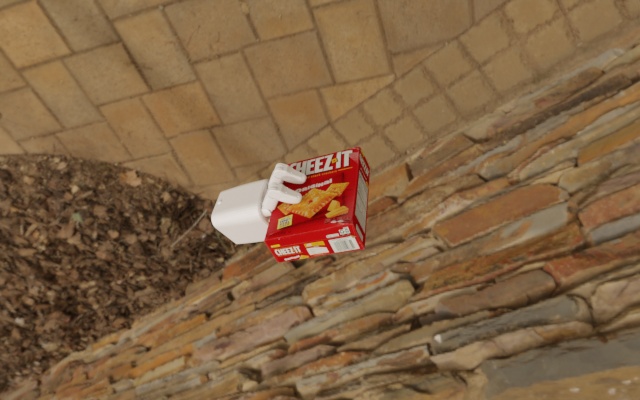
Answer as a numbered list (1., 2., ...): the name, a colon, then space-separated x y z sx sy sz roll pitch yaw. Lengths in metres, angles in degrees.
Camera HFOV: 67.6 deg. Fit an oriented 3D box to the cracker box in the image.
1. cracker box: 0.000 0.003 0.878 0.164 0.072 0.213 -11 40 19
